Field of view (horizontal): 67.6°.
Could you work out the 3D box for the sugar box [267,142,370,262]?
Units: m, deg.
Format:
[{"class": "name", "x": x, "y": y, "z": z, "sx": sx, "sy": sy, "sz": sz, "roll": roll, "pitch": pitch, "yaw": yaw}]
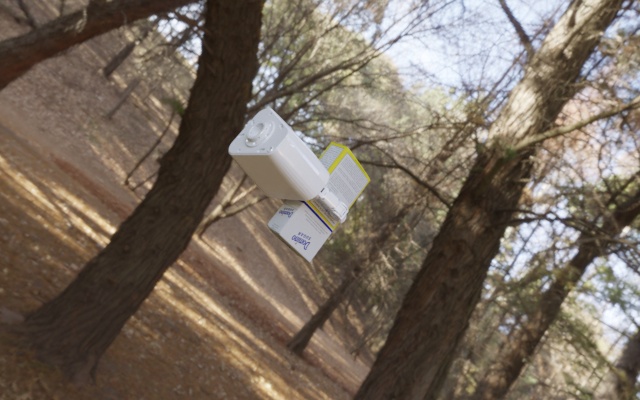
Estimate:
[{"class": "sugar box", "x": 0.000, "y": 0.002, "z": 0.772, "sx": 0.048, "sy": 0.176, "sz": 0.093, "roll": 28, "pitch": -16, "yaw": 47}]
